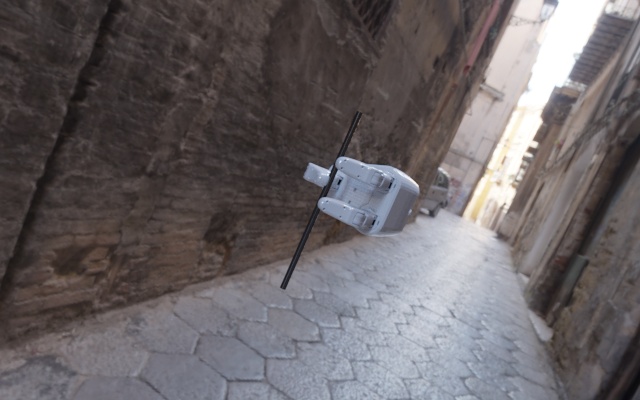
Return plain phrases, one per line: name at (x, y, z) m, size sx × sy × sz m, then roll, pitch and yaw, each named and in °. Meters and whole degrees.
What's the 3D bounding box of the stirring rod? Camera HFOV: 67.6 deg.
stirring rod at (0.000, 0.002, 0.595) m, size 0.011 × 0.239 × 0.011 m, roll 23°, pitch 6°, yaw -2°
